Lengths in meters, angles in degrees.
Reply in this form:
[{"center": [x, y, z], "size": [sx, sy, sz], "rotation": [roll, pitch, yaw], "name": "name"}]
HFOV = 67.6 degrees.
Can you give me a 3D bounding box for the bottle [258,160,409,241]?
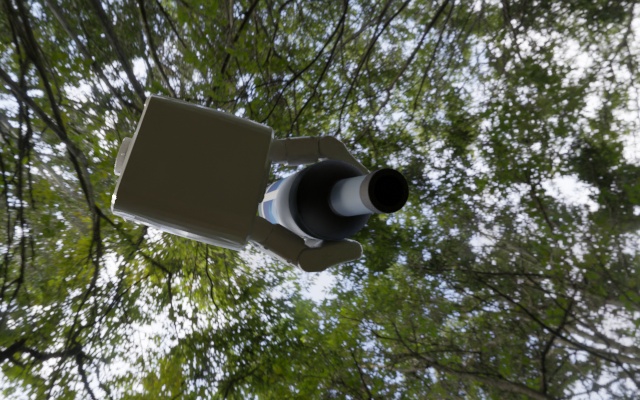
[{"center": [0.000, 0.001, 0.426], "size": [0.069, 0.069, 0.296], "rotation": [0, -3, -16], "name": "bottle"}]
